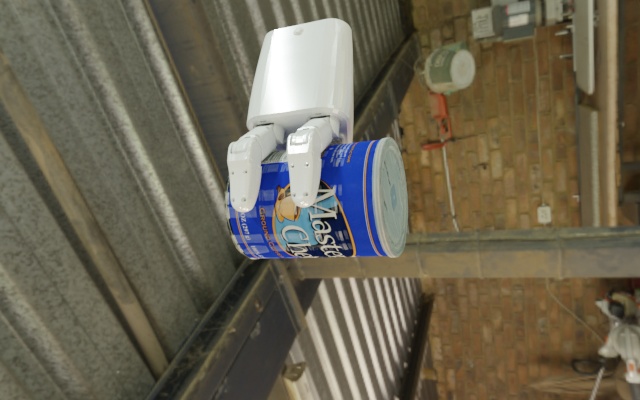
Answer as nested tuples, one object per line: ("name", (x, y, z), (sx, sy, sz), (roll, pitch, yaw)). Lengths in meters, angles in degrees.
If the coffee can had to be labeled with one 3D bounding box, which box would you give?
("coffee can", (0.000, 0.002, 0.435), (0.140, 0.103, 0.103), (-4, -1, 21))
